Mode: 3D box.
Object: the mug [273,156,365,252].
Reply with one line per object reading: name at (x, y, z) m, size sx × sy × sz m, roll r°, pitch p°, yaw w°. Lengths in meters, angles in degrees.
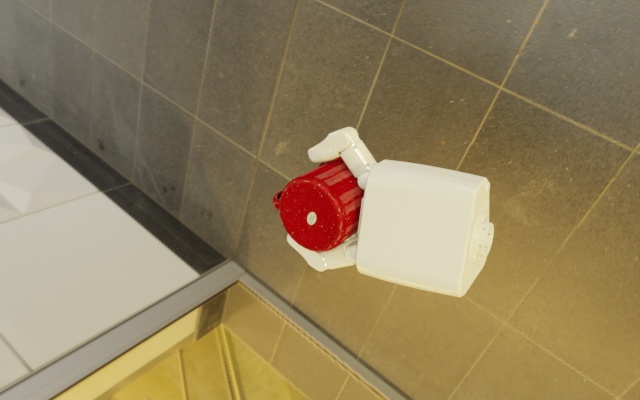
mug at (-0.001, 0.001, 0.516) m, size 0.117 × 0.093 × 0.081 m, roll 10°, pitch 24°, yaw 31°
